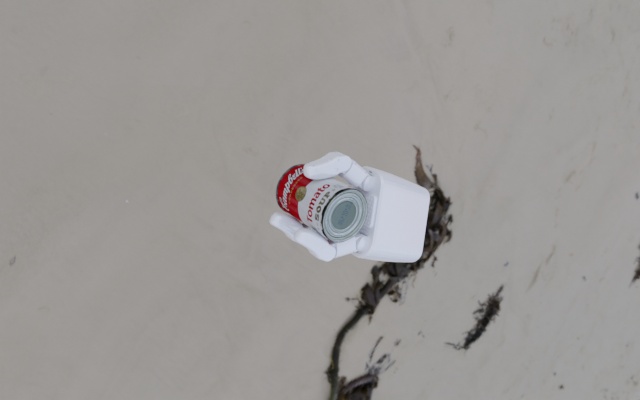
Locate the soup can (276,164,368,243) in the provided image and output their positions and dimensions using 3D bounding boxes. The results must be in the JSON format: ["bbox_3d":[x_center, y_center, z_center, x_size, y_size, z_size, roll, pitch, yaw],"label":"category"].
[{"bbox_3d":[0.000,0.002,0.578,0.068,0.068,0.102,0,19,-37],"label":"soup can"}]
